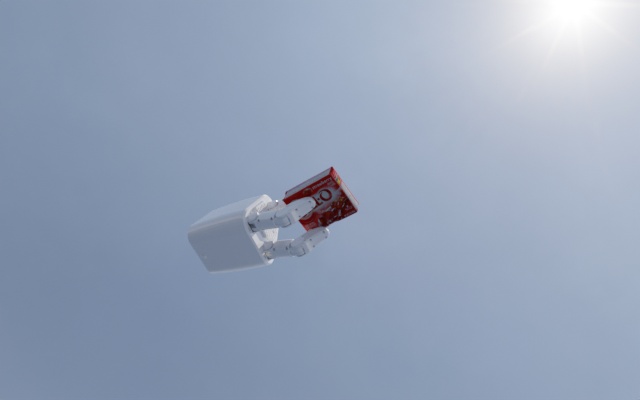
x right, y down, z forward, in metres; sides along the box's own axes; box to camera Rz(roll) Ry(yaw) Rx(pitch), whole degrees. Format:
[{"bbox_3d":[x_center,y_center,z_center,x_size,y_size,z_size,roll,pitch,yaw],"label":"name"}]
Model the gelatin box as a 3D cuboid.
[{"bbox_3d":[0.000,0.002,0.707,0.089,0.073,0.030,-28,22,22],"label":"gelatin box"}]
